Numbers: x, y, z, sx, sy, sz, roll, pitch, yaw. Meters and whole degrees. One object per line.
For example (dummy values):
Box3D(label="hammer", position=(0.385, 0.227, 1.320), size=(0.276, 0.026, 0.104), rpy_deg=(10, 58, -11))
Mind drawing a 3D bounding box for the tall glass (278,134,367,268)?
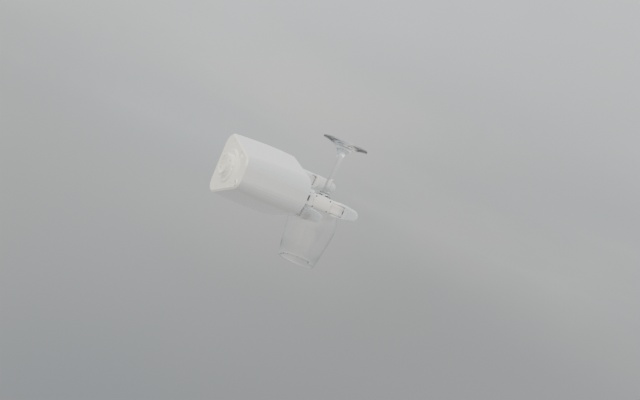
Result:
Box3D(label="tall glass", position=(0.001, 0.002, 0.748), size=(0.079, 0.201, 0.079), rpy_deg=(23, 2, -1))
